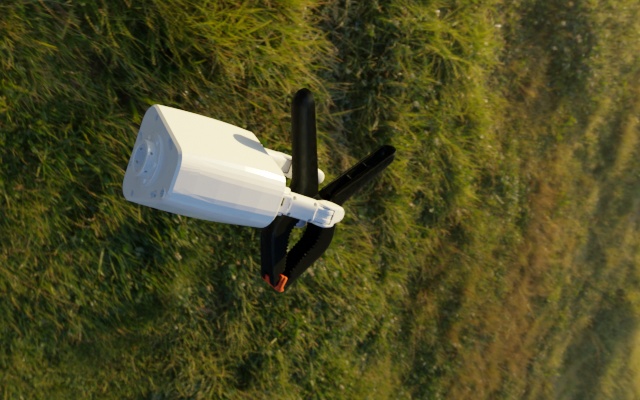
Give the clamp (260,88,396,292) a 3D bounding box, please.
[{"bbox_3d":[0.000,0.002,0.525,0.164,0.210,0.036,14,11,-43],"label":"clamp"}]
